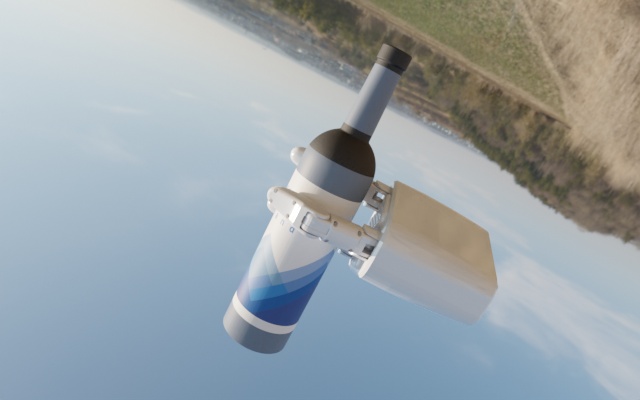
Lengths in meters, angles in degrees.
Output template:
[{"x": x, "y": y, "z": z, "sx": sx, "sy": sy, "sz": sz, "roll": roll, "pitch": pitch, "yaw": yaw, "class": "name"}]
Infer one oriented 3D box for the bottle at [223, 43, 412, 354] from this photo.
[{"x": 0.000, "y": 0.002, "z": 0.435, "sx": 0.069, "sy": 0.296, "sz": 0.069, "roll": 25, "pitch": 14, "yaw": -7, "class": "bottle"}]
